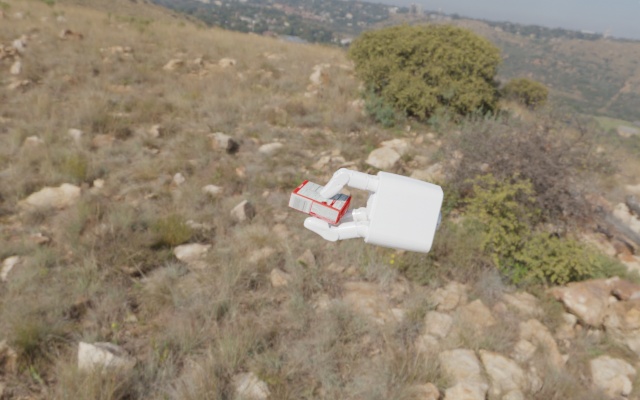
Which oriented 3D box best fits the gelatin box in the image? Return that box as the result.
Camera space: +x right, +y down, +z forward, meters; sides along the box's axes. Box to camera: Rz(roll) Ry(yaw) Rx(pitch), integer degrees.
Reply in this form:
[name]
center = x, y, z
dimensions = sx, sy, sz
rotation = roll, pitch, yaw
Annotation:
[gelatin box]
center = 0.000, 0.002, 0.799
dimensions = 0.089, 0.030, 0.073
rotation = 21, 24, 9
